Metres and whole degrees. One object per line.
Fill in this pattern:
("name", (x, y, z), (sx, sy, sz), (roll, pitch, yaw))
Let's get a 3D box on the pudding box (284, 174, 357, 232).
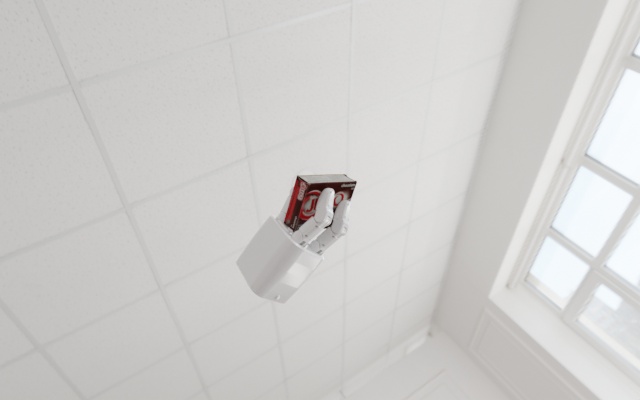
("pudding box", (0.000, 0.003, 0.798), (0.113, 0.090, 0.039), (-7, 33, -44))
